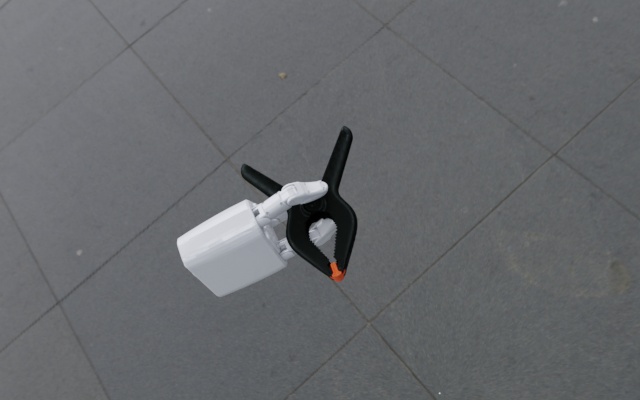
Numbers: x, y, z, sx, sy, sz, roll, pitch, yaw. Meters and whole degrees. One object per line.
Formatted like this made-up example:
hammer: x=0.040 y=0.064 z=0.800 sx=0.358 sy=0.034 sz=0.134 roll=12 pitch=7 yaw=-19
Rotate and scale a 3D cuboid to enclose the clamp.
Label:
clamp: x=0.000 y=0.002 z=0.632 sx=0.164 sy=0.210 sz=0.036 roll=-27 pitch=-25 yaw=1
